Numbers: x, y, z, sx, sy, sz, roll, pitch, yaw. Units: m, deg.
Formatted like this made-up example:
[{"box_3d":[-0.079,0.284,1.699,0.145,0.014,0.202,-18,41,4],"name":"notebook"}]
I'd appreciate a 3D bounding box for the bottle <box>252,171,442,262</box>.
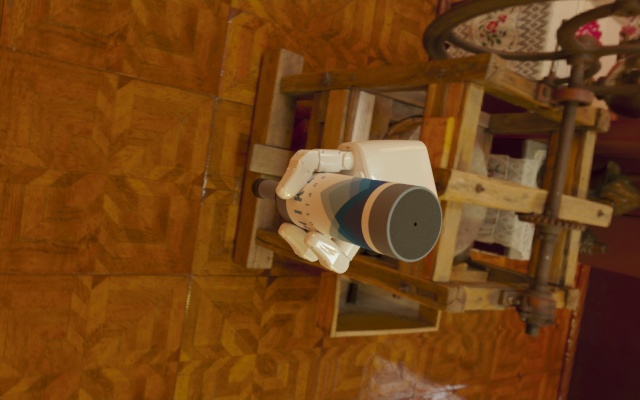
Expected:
[{"box_3d":[0.000,0.002,0.530,0.069,0.069,0.295,0,7,-34],"name":"bottle"}]
